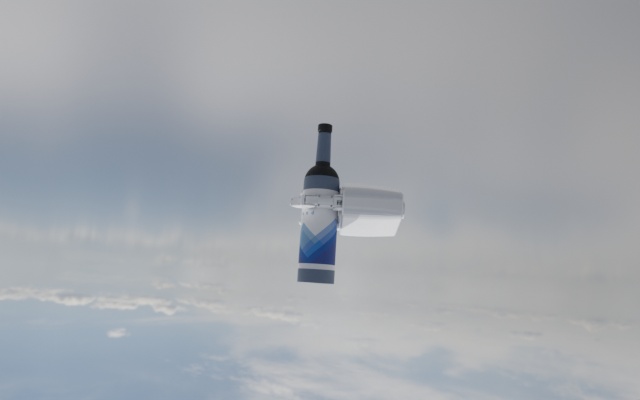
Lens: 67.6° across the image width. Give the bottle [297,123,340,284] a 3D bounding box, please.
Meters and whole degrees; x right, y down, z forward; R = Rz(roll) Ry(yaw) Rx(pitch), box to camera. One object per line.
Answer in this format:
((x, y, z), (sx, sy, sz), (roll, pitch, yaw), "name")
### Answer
((0.000, 0.003, 0.877), (0.069, 0.295, 0.069), (3, -9, 1), "bottle")
